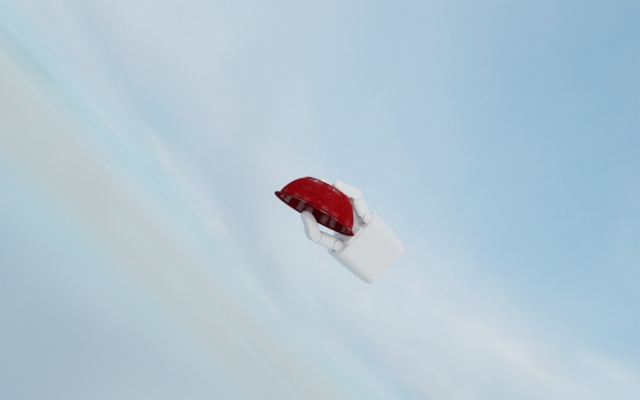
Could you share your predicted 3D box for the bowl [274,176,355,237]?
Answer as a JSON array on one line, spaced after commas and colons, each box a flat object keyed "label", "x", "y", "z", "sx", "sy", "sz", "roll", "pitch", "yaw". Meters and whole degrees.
[{"label": "bowl", "x": 0.000, "y": 0.002, "z": 0.852, "sx": 0.162, "sy": 0.055, "sz": 0.162, "roll": 28, "pitch": -9, "yaw": 5}]
